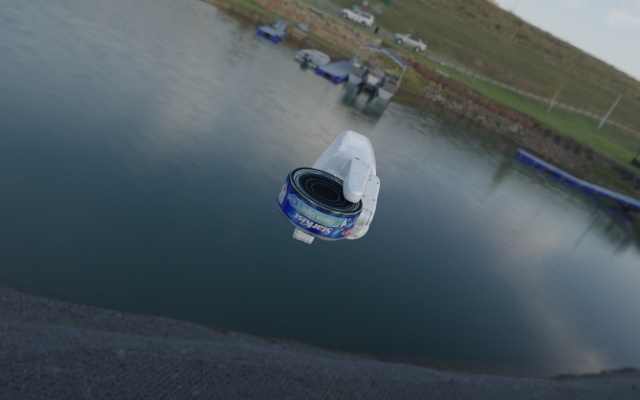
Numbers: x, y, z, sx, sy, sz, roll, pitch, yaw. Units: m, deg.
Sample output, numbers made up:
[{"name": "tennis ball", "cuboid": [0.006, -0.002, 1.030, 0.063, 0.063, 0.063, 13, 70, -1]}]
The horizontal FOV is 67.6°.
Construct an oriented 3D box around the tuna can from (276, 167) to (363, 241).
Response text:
[{"name": "tuna can", "cuboid": [0.000, 0.001, 0.494, 0.086, 0.034, 0.086, 21, 27, -11]}]
